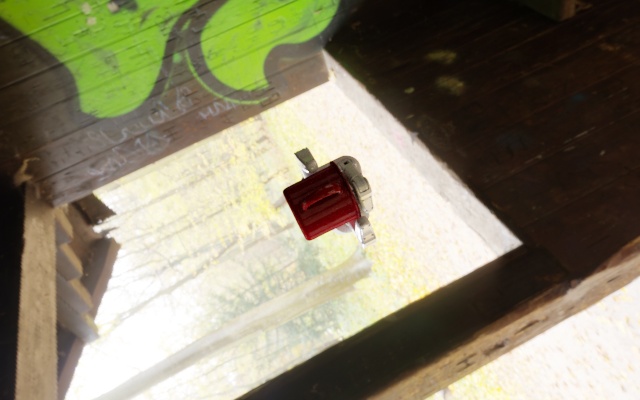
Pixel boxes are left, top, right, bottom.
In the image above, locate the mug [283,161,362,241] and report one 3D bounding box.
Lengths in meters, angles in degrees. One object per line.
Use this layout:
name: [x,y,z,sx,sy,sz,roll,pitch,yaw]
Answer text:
mug: [0.000,0.002,0.648,0.081,0.093,0.117,-27,-7,-5]
